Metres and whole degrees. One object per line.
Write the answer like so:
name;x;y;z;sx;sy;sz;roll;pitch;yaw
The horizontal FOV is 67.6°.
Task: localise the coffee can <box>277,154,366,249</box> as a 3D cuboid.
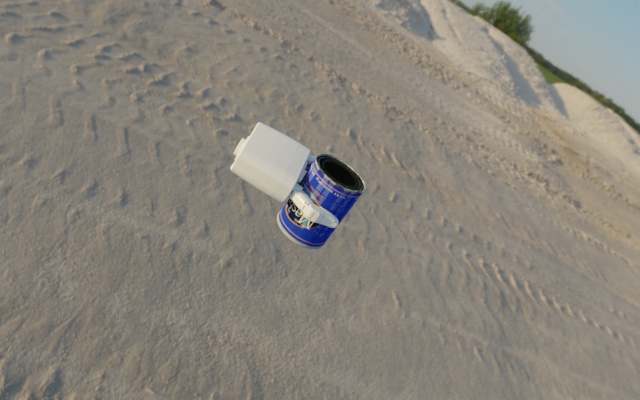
coffee can;0.000;0.003;0.851;0.103;0.140;0.102;27;28;-16
